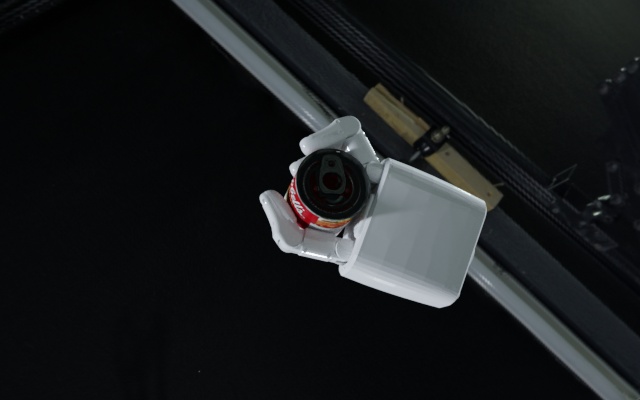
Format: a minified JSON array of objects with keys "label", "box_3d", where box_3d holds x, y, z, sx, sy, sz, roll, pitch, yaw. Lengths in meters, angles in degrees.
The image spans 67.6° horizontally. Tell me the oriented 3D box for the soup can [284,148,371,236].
[{"label":"soup can","box_3d":[0.000,0.002,0.461,0.068,0.068,0.102,0,-19,-14]}]
